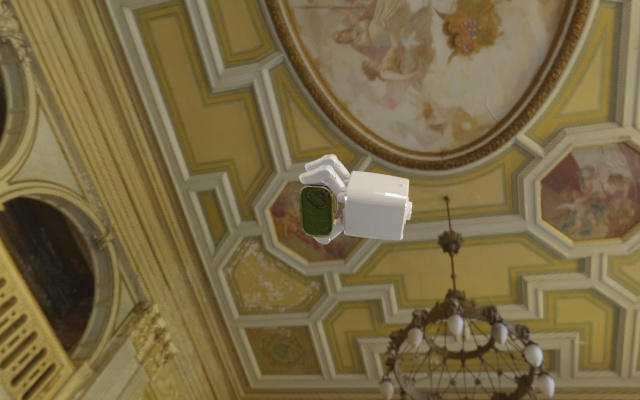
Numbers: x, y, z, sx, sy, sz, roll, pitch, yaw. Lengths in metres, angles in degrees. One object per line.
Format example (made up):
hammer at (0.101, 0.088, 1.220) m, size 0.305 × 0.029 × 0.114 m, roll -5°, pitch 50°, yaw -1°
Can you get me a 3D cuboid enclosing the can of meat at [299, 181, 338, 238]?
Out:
can of meat at (0.000, 0.003, 0.879) m, size 0.057 × 0.102 × 0.084 m, roll 3°, pitch 28°, yaw 11°
